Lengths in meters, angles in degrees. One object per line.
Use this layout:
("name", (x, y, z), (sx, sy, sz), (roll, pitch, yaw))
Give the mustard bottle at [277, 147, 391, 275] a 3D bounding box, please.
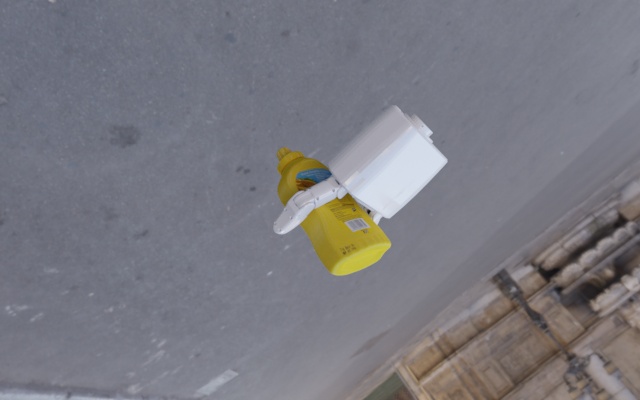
("mustard bottle", (0.000, 0.002, 0.607), (0.096, 0.191, 0.058), (-11, -35, -44))
